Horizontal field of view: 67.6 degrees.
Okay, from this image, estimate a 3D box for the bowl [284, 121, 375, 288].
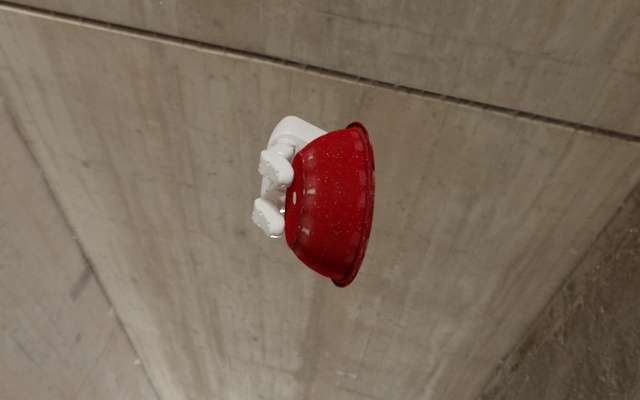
[{"bbox_3d":[0.000,0.002,0.459,0.055,0.162,0.162,5,-1,-14],"label":"bowl"}]
